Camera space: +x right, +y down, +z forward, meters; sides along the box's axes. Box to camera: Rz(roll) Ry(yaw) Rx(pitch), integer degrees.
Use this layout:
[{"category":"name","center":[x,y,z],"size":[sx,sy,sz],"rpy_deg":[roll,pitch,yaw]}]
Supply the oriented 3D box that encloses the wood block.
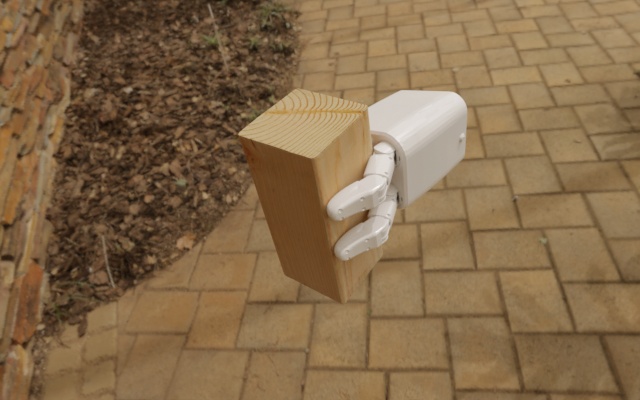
[{"category":"wood block","center":[0.000,0.001,0.503],"size":[0.091,0.206,0.090],"rpy_deg":[22,52,32]}]
